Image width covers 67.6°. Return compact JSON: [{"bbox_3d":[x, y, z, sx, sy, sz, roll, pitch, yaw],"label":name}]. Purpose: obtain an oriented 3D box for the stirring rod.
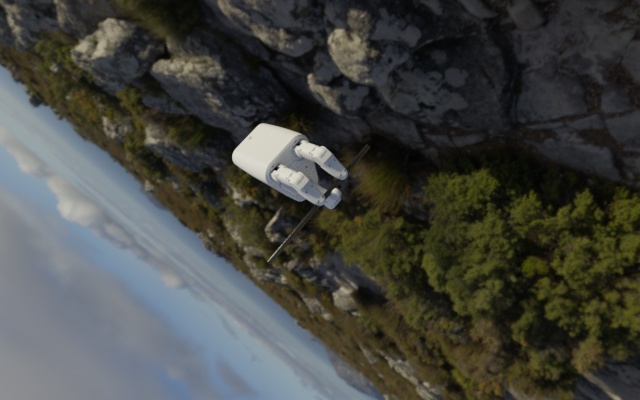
[{"bbox_3d":[0.000,0.002,0.722,0.011,0.239,0.011,37,-16,12],"label":"stirring rod"}]
